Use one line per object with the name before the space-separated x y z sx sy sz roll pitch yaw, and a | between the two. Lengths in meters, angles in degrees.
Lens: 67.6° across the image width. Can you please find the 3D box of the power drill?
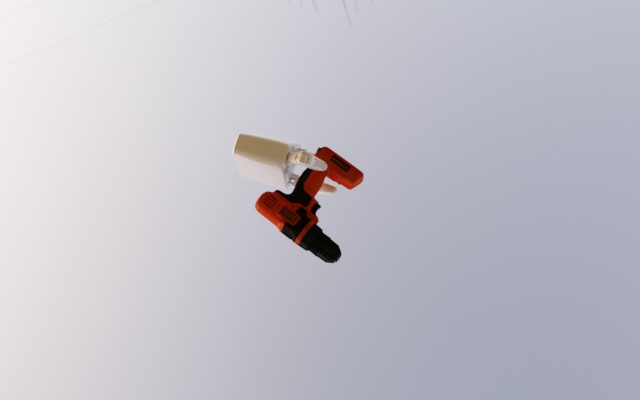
power drill | 0.000 0.002 0.893 0.184 0.187 0.057 38 -26 5
